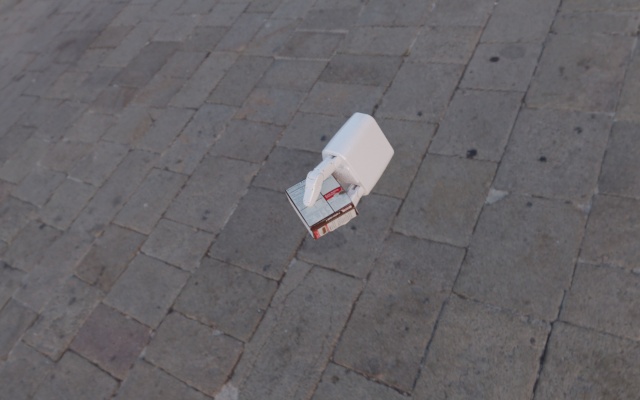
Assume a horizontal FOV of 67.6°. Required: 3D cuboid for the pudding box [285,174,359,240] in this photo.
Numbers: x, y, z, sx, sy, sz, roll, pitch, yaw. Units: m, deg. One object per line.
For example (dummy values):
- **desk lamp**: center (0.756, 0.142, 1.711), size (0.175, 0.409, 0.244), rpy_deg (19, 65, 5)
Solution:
- **pudding box**: center (0.000, 0.003, 0.839), size (0.090, 0.039, 0.113), rpy_deg (-30, 46, -5)
